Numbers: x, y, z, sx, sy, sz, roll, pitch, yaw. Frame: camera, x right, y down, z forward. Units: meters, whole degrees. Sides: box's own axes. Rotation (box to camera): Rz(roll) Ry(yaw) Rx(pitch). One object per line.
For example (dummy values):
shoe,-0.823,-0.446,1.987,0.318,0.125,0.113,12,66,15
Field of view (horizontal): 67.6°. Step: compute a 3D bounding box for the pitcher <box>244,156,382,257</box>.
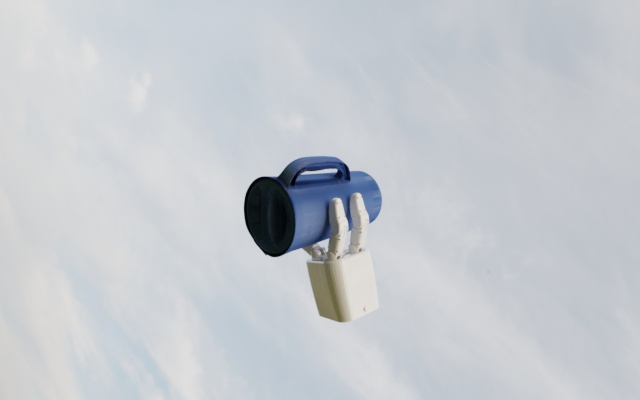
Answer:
pitcher,0.000,0.003,0.842,0.243,0.145,0.149,-12,-2,-43
